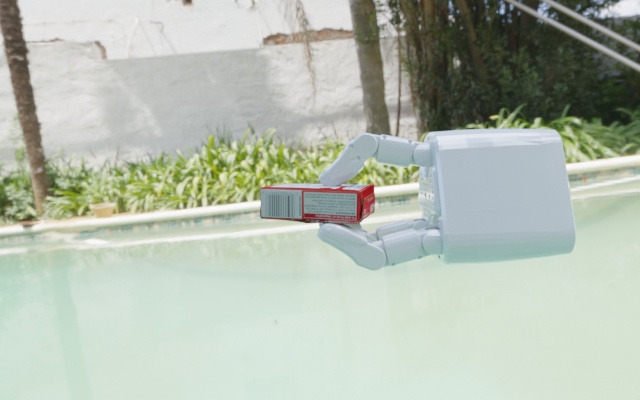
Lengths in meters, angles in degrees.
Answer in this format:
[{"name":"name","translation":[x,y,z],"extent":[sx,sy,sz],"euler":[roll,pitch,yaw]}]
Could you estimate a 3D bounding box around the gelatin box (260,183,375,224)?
[{"name":"gelatin box","translation":[0.000,0.001,0.425],"extent":[0.089,0.030,0.073],"euler":[2,6,14]}]
